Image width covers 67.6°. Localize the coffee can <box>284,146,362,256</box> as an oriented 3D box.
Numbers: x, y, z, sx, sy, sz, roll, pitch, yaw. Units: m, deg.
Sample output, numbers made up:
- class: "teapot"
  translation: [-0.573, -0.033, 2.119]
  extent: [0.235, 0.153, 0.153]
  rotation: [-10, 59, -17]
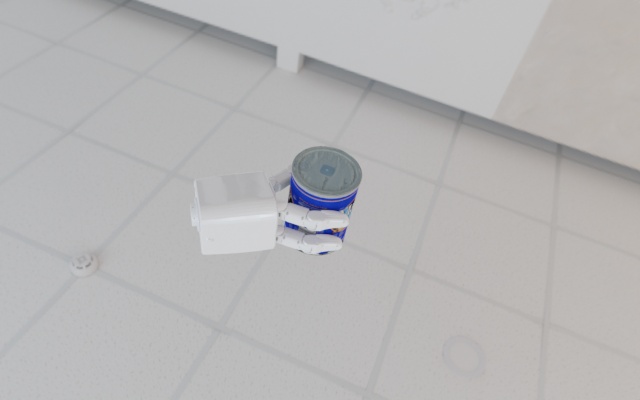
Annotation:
- class: "coffee can"
  translation: [0.000, 0.002, 0.734]
  extent: [0.103, 0.102, 0.140]
  rotation: [0, -42, -11]
